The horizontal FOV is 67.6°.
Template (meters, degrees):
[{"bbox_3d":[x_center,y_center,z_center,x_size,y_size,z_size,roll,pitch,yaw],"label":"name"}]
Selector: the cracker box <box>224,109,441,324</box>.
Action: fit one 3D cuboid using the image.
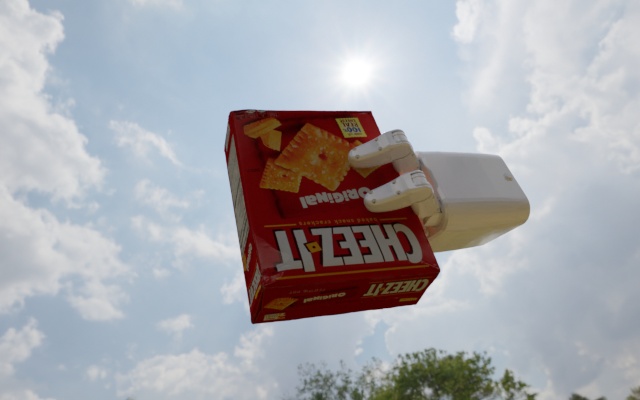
[{"bbox_3d":[0.000,0.002,0.473,0.164,0.213,0.072,-3,-39,-18],"label":"cracker box"}]
